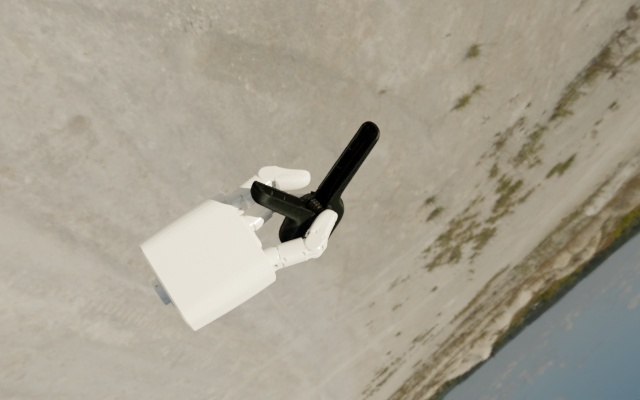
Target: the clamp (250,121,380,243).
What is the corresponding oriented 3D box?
[{"bbox_3d":[0.000,0.003,0.576,0.164,0.036,0.210,-33,-27,-17],"label":"clamp"}]
